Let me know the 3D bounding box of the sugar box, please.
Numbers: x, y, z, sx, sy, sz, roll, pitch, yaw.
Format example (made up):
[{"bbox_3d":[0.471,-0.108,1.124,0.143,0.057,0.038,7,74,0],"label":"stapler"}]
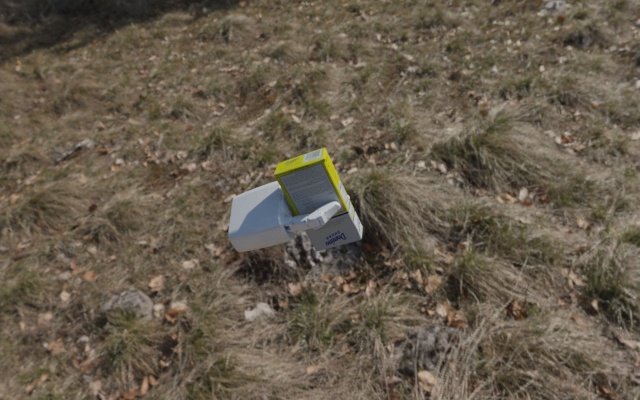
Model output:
[{"bbox_3d":[0.000,0.002,0.837,0.093,0.176,0.048,-16,32,18],"label":"sugar box"}]
